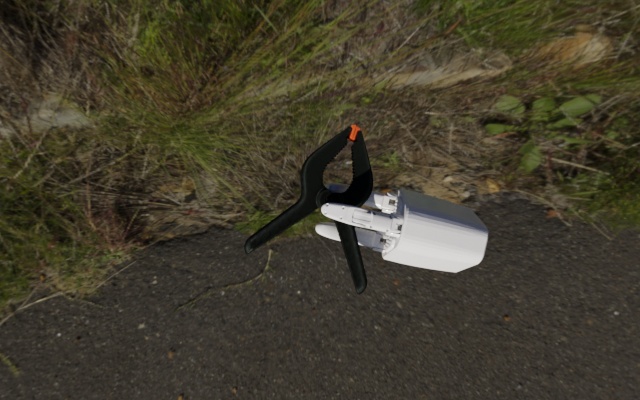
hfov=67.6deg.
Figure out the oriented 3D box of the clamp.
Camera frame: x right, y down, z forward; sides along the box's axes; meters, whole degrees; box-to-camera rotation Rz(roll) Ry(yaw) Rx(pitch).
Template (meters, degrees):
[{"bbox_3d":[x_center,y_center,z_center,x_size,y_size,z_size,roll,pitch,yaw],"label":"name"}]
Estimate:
[{"bbox_3d":[0.000,0.002,0.613,0.164,0.210,0.036,13,0,-2],"label":"clamp"}]
